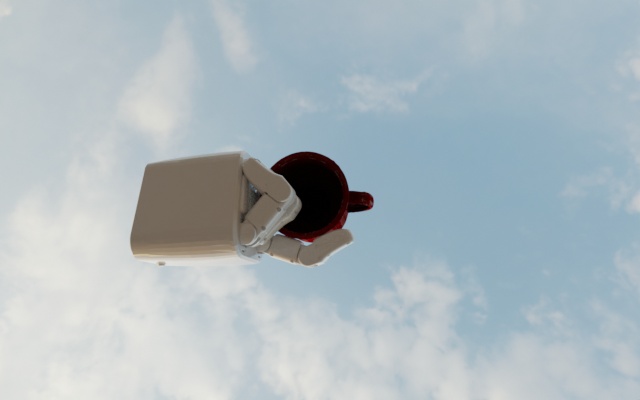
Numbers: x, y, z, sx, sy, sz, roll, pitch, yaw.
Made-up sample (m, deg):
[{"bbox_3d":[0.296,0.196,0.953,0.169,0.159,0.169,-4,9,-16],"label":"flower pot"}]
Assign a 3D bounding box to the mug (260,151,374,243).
[{"bbox_3d":[0.002,0.002,0.527,0.117,0.093,0.081,-3,-13,7],"label":"mug"}]
